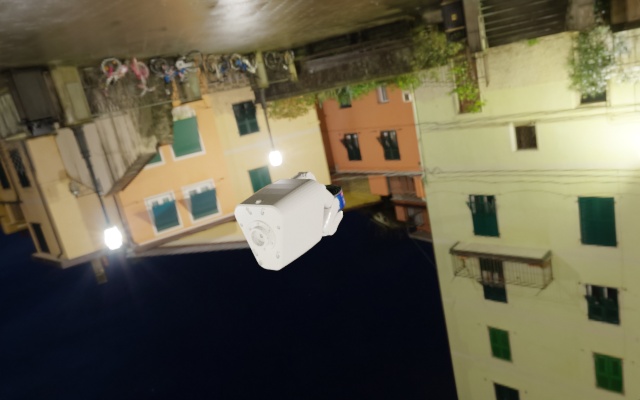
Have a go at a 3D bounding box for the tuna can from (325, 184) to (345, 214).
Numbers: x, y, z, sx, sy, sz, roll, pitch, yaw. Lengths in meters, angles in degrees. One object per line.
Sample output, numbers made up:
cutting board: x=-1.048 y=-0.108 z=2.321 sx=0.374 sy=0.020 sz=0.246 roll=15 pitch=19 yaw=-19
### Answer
tuna can: x=0.000 y=0.003 z=0.851 sx=0.086 sy=0.034 sz=0.086 roll=-14 pitch=19 yaw=5
